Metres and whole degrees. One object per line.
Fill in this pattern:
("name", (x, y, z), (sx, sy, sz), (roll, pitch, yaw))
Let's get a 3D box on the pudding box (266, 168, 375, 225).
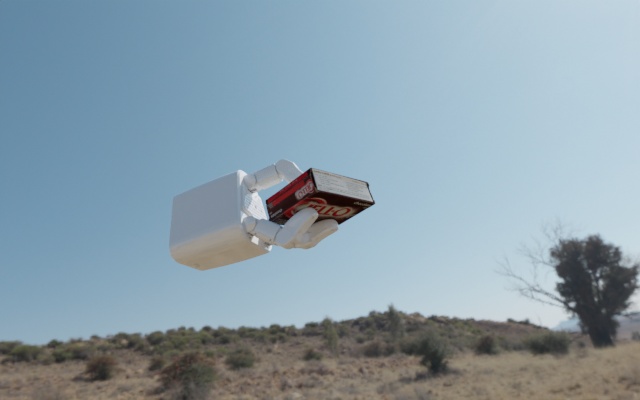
("pudding box", (0.000, 0.002, 0.616), (0.113, 0.039, 0.090), (8, -31, -46))
